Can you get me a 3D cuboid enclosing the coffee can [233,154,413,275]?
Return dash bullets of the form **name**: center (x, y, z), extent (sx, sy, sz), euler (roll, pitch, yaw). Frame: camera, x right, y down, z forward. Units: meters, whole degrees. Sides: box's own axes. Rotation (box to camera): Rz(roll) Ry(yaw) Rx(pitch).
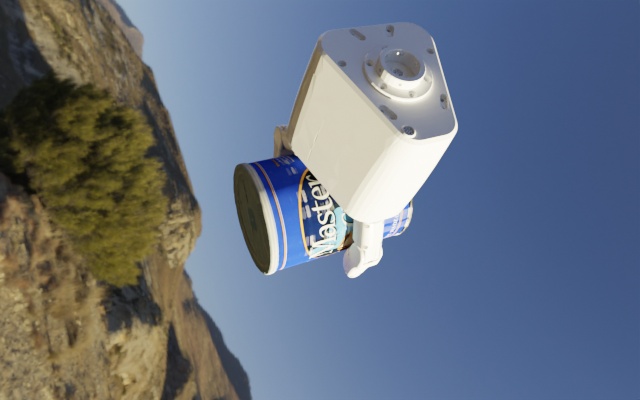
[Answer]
- **coffee can**: center (0.000, 0.002, 0.454), extent (0.140, 0.103, 0.103), euler (-14, 5, -22)
